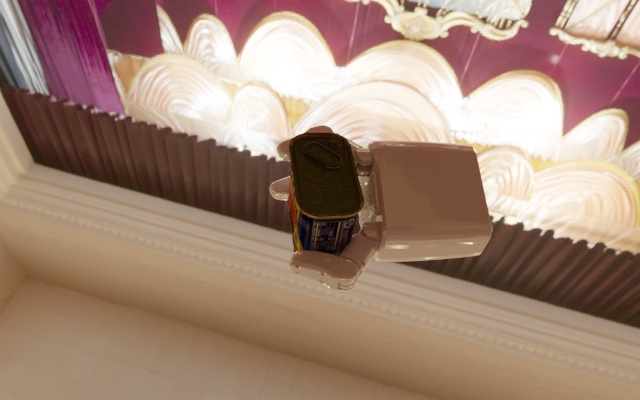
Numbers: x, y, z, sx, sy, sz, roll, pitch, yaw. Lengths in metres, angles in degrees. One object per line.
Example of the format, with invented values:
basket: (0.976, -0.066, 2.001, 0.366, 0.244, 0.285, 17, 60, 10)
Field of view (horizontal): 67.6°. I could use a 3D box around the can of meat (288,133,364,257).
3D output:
can of meat: (0.000, 0.002, 0.446, 0.057, 0.102, 0.084, -2, -40, -9)
